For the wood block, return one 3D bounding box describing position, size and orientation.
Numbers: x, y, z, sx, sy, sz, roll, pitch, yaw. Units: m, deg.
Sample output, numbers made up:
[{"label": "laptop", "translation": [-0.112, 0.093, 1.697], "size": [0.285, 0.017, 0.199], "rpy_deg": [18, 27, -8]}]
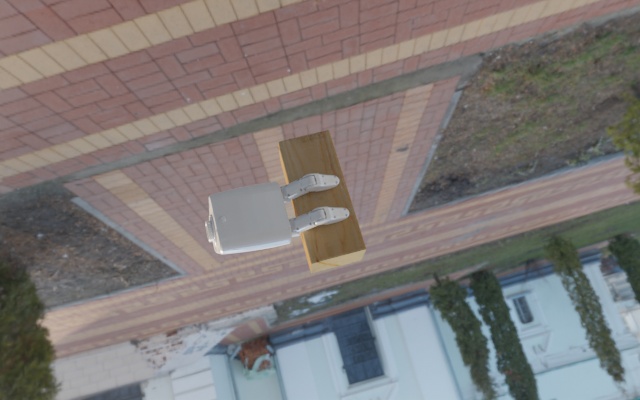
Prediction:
[{"label": "wood block", "translation": [0.000, 0.003, 0.784], "size": [0.090, 0.206, 0.091], "rpy_deg": [-14, -17, -5]}]
